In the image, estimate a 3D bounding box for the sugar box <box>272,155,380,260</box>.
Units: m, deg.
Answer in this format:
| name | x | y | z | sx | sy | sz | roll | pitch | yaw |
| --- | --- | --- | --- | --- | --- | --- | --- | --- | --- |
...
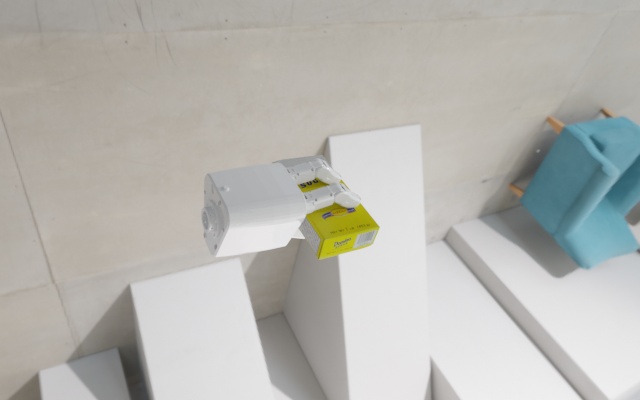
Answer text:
| name | x | y | z | sx | sy | sz | roll | pitch | yaw |
| --- | --- | --- | --- | --- | --- | --- | --- | --- | --- |
| sugar box | 0.000 | 0.002 | 0.697 | 0.093 | 0.048 | 0.176 | -11 | 47 | -29 |
